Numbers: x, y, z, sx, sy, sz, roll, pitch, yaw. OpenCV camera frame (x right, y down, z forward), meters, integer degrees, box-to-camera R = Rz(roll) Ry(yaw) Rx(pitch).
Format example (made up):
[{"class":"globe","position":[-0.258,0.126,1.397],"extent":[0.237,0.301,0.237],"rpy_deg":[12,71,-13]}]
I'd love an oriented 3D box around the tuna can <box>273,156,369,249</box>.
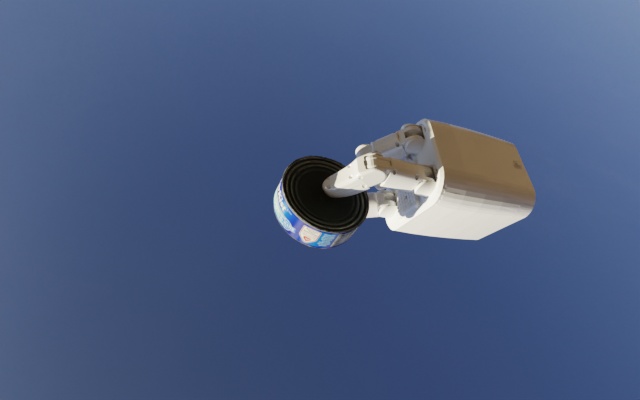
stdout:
[{"class":"tuna can","position":[0.000,0.002,0.447],"extent":[0.086,0.086,0.034],"rpy_deg":[0,-34,-26]}]
